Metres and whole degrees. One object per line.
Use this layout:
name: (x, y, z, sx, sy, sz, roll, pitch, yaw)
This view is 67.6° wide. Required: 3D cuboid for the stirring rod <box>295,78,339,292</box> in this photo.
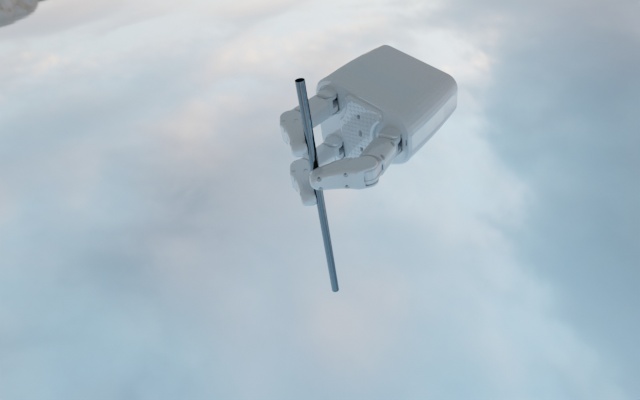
stirring rod: (0.000, 0.001, 0.441, 0.011, 0.240, 0.011, -6, 38, 5)
